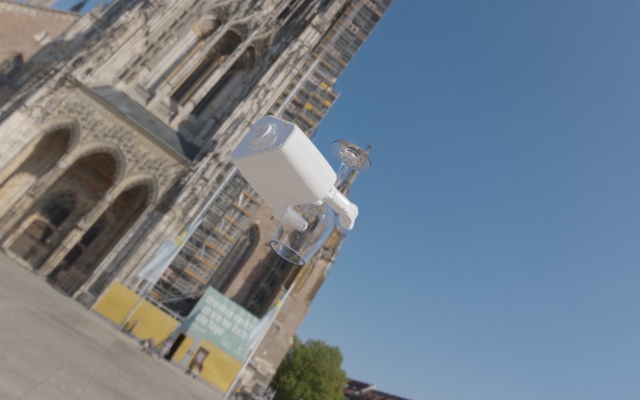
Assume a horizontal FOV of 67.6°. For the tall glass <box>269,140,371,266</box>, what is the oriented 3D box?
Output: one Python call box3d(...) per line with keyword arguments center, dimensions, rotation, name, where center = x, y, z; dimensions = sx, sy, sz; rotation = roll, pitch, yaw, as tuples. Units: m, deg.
box3d(center=(0.001, 0.002, 0.742), dimensions=(0.079, 0.201, 0.079), rotation=(27, -24, 13), name="tall glass")
